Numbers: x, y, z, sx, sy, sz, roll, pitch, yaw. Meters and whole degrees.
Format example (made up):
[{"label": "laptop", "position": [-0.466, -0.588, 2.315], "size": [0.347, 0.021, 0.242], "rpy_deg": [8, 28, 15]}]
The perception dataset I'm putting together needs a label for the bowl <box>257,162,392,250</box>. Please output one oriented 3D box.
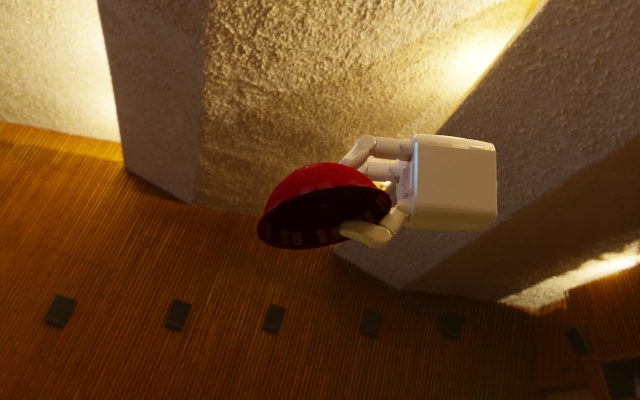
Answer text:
[{"label": "bowl", "position": [-0.001, 0.001, 0.569], "size": [0.162, 0.055, 0.162], "rpy_deg": [-11, -26, -6]}]
